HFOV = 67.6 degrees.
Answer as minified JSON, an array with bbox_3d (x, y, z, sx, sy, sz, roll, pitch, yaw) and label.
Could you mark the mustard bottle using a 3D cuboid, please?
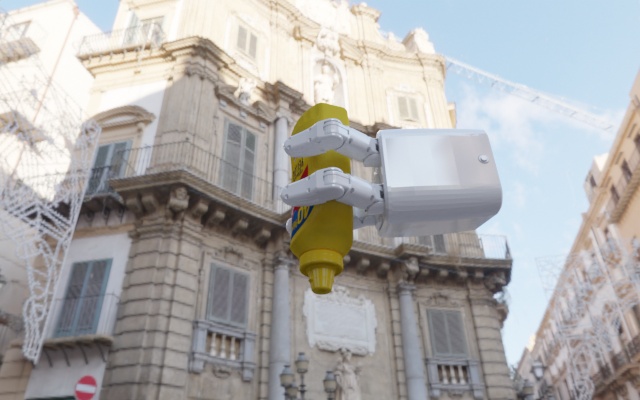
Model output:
[{"bbox_3d":[0.000,0.001,0.482,0.058,0.191,0.096,11,-34,-20],"label":"mustard bottle"}]
